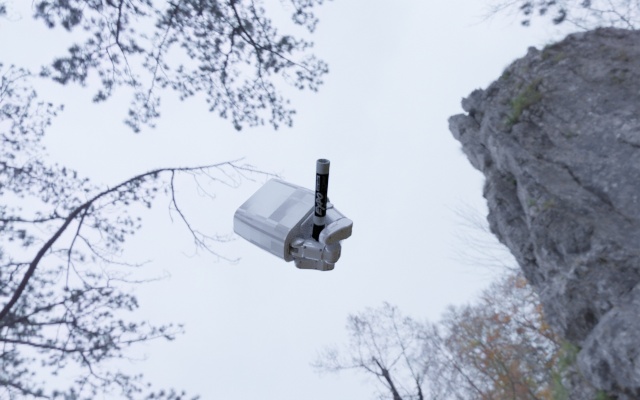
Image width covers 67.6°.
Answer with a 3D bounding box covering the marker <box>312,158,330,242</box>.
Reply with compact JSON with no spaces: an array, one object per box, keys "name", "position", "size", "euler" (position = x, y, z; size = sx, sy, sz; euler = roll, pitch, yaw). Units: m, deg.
[{"name":"marker","position":[0.000,0.002,0.646],"size":[0.020,0.121,0.020],"euler":[3,27,-2]}]
